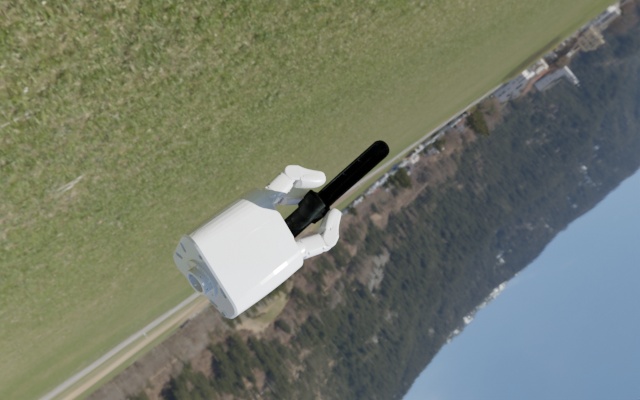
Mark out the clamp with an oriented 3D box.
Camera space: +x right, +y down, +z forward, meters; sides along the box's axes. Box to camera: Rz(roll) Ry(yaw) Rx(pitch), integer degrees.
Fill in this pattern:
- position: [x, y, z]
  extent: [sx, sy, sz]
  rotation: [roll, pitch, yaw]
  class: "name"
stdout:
- position: [0.000, 0.003, 0.640]
  extent: [0.164, 0.036, 0.210]
  rotation: [-37, -4, -36]
  class: "clamp"
